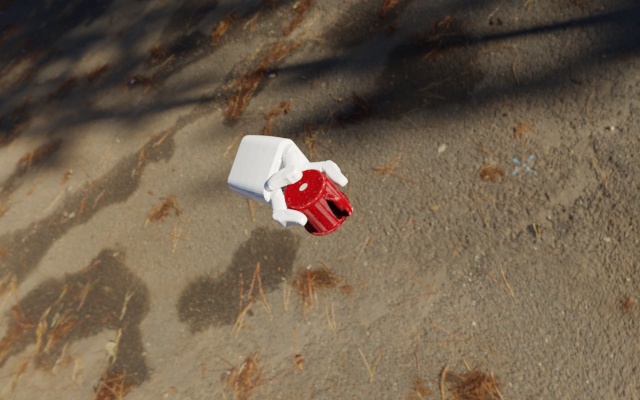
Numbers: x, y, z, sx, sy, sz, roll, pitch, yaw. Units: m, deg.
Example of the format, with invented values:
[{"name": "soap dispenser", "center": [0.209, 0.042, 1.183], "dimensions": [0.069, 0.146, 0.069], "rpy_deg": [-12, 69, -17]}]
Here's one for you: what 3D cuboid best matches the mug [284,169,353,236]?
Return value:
[{"name": "mug", "center": [0.001, 0.003, 0.797], "dimensions": [0.117, 0.093, 0.081], "rpy_deg": [14, -23, 39]}]
